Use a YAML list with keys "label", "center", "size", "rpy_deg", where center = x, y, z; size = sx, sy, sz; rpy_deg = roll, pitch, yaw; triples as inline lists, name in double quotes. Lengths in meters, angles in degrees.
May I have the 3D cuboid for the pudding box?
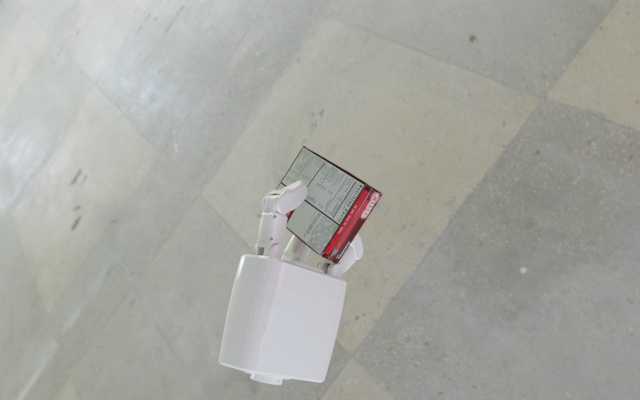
- label: "pudding box"
  center: [0.000, 0.002, 0.526]
  size: [0.113, 0.090, 0.039]
  rpy_deg: [36, 4, 39]
